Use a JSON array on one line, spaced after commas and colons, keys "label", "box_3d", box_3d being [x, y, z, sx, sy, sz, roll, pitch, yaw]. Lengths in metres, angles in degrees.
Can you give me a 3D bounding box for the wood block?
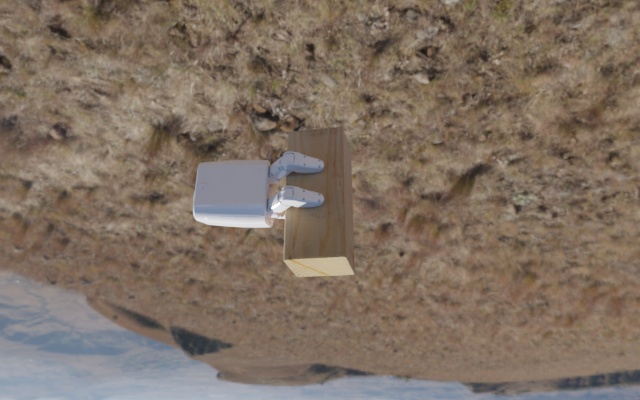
[{"label": "wood block", "box_3d": [0.000, 0.003, 0.723, 0.090, 0.206, 0.091, -4, -25, 10]}]
